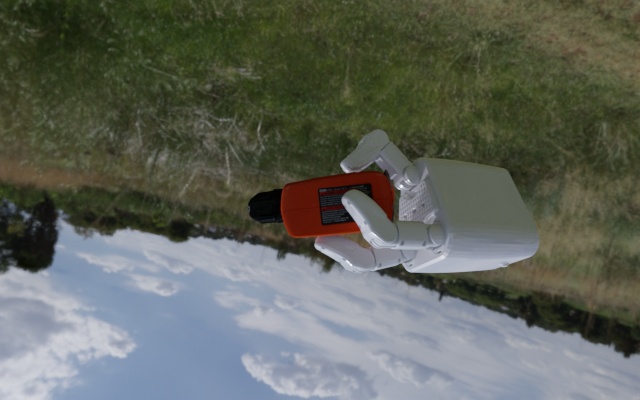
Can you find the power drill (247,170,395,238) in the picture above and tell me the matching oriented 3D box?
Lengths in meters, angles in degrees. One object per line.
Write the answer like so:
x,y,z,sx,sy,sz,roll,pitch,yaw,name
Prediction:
0.000,0.002,0.532,0.184,0.057,0.187,-9,3,0,power drill
